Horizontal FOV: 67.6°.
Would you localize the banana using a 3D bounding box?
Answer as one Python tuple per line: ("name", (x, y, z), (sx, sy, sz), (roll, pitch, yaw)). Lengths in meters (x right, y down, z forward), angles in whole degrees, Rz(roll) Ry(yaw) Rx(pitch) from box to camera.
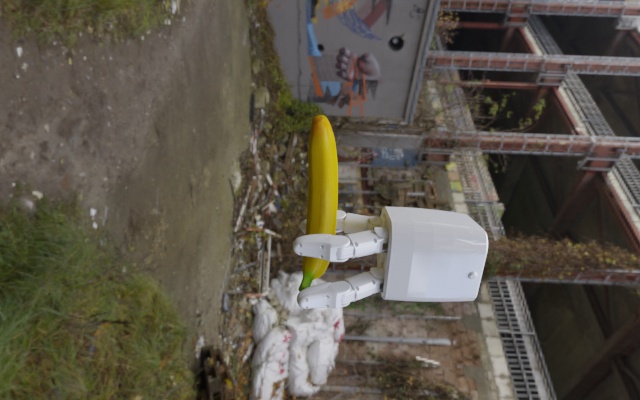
("banana", (0.001, 0.004, 0.550), (0.037, 0.198, 0.069), (4, 4, 3))
